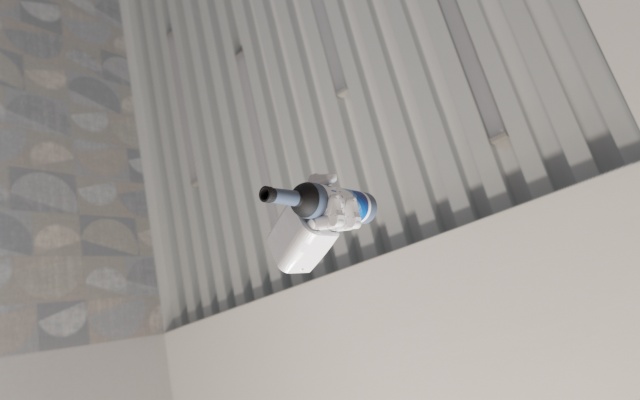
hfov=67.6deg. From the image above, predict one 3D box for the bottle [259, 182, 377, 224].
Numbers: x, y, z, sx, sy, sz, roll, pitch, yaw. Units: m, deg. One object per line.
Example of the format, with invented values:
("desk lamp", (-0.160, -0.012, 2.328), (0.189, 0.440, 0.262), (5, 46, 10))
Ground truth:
("bottle", (0.000, 0.003, 0.894), (0.069, 0.069, 0.296), (0, -5, 39))
